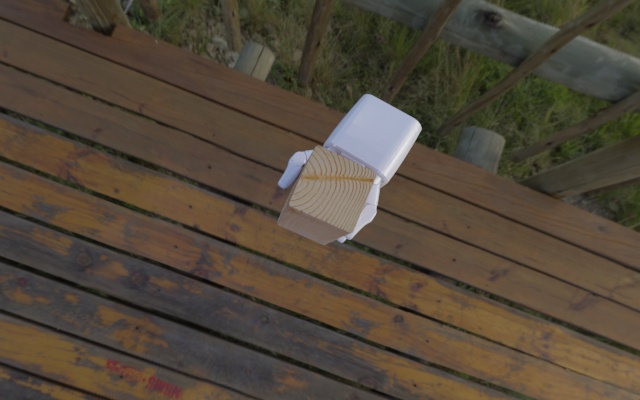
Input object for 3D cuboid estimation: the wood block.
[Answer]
[{"bbox_3d":[0.000,0.002,0.704,0.091,0.090,0.206,25,-13,-4],"label":"wood block"}]
